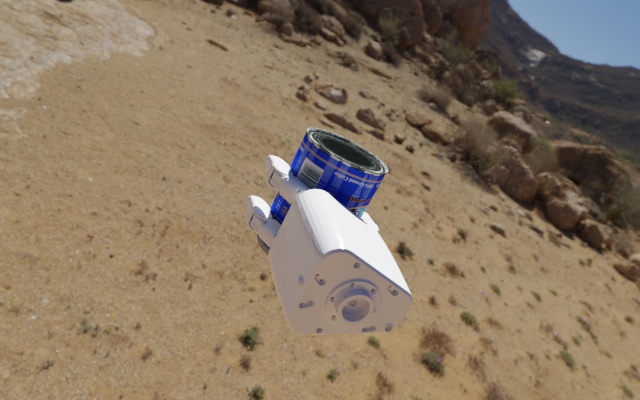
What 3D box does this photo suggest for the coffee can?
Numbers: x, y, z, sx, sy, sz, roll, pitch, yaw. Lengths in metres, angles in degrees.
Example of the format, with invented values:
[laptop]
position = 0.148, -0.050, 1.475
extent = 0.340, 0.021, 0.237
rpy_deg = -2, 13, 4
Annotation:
[coffee can]
position = 0.000, 0.002, 0.553
extent = 0.103, 0.140, 0.102
rpy_deg = 24, 20, -9
